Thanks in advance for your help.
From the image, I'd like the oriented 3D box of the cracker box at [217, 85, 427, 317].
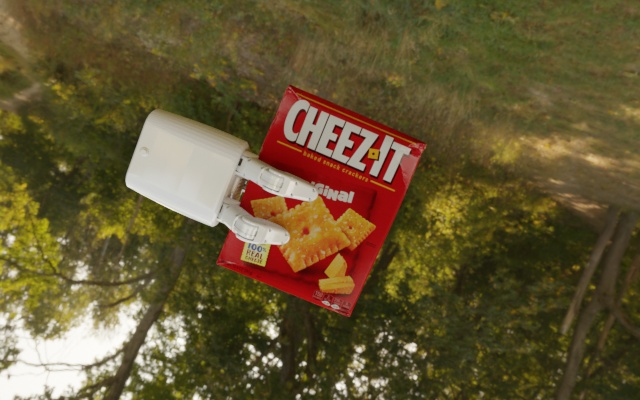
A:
[{"bbox_3d":[0.000,0.002,0.542,0.164,0.214,0.072,23,8,-1],"label":"cracker box"}]
